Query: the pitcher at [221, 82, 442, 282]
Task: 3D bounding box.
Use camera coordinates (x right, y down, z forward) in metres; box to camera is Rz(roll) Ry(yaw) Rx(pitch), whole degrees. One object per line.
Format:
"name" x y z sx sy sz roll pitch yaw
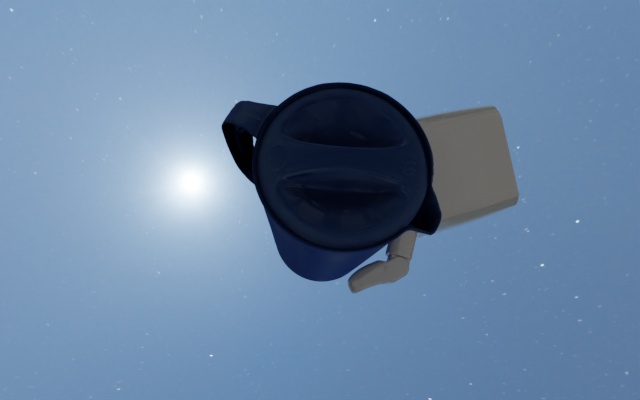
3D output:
"pitcher" 0.000 0.001 0.454 0.145 0.149 0.243 -15 -16 -9
